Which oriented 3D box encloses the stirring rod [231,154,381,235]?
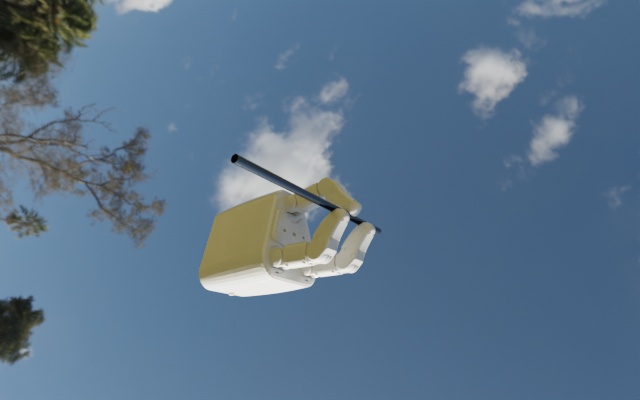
[{"bbox_3d":[0.000,0.001,0.469,0.011,0.011,0.239,0,-17,36],"label":"stirring rod"}]
